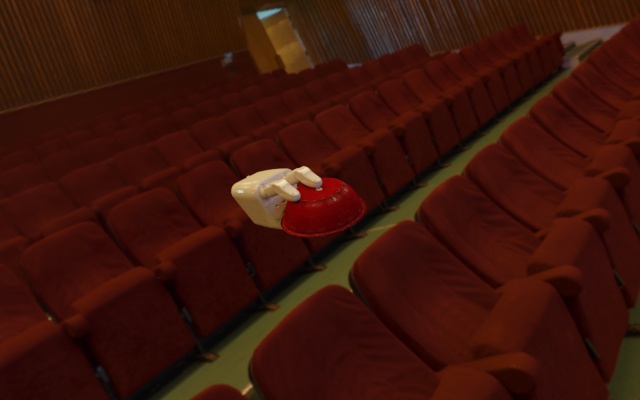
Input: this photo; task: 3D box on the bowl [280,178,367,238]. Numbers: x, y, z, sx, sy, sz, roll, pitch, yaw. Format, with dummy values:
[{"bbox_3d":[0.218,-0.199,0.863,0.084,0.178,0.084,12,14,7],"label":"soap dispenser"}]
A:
[{"bbox_3d":[0.001,0.003,0.868,0.162,0.055,0.162,-10,26,5],"label":"bowl"}]
